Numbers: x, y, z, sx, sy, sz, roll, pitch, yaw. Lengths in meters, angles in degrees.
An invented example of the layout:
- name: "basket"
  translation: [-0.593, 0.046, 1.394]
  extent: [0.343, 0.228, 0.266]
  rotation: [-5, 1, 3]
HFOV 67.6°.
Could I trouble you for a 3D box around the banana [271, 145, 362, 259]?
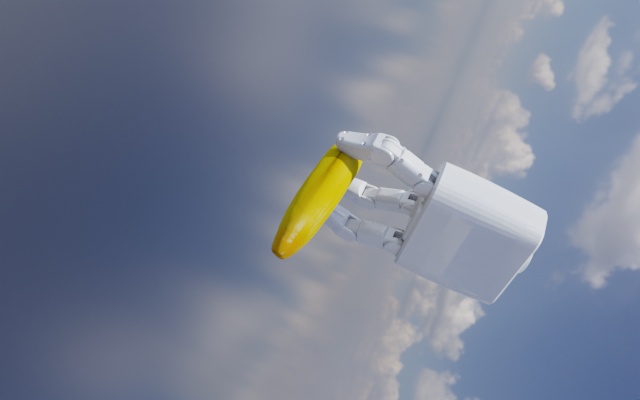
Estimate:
- name: "banana"
  translation: [0.008, -0.015, 0.462]
  extent: [0.037, 0.070, 0.197]
  rotation: [28, 30, 4]
